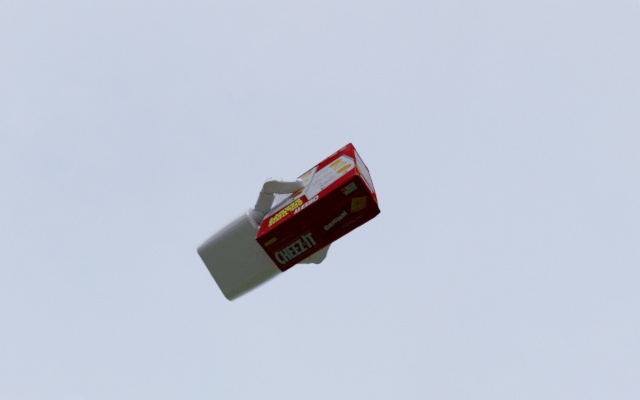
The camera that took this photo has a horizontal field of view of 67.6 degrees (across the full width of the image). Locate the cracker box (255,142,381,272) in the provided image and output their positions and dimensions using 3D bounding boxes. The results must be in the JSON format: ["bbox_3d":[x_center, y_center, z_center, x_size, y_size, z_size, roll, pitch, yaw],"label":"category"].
[{"bbox_3d":[0.000,0.002,0.726,0.164,0.072,0.213,-33,14,11],"label":"cracker box"}]
